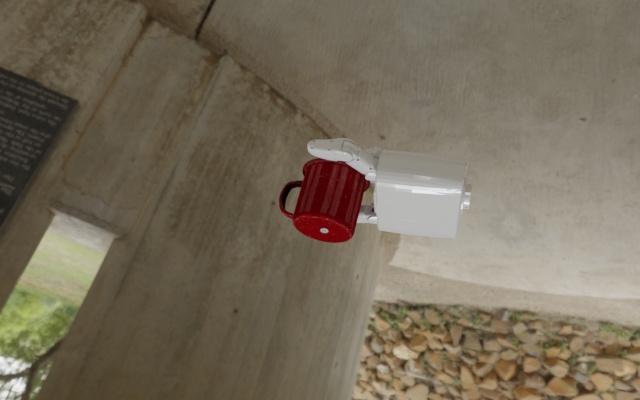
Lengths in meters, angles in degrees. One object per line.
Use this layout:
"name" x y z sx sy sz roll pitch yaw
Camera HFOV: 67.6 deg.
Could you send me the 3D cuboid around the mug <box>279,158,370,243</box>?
"mug" -0.001 0.002 0.627 0.117 0.081 0.093 7 -27 17
